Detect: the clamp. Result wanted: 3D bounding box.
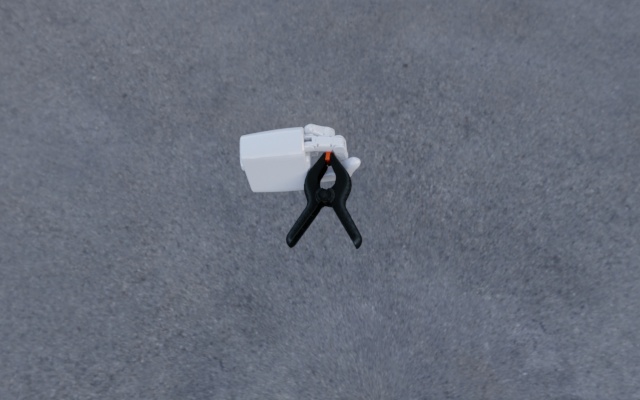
[{"bbox_3d":[0.000,0.002,0.774,0.120,0.171,0.039,-6,-24,3],"label":"clamp"}]
